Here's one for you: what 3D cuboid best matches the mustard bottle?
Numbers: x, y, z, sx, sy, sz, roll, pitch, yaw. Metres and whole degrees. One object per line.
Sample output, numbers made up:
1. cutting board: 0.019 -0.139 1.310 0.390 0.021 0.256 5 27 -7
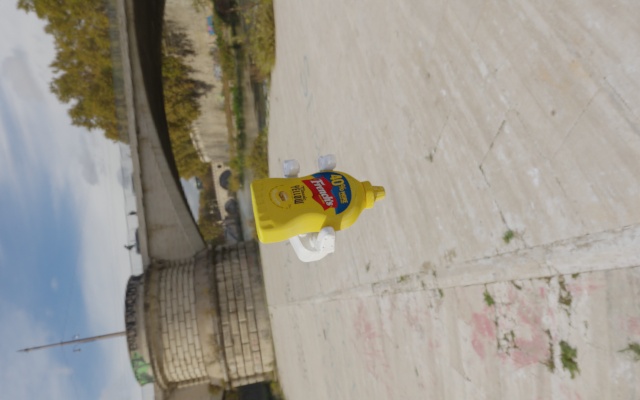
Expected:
1. mustard bottle: 0.000 0.002 0.689 0.191 0.096 0.058 -8 -39 -10
